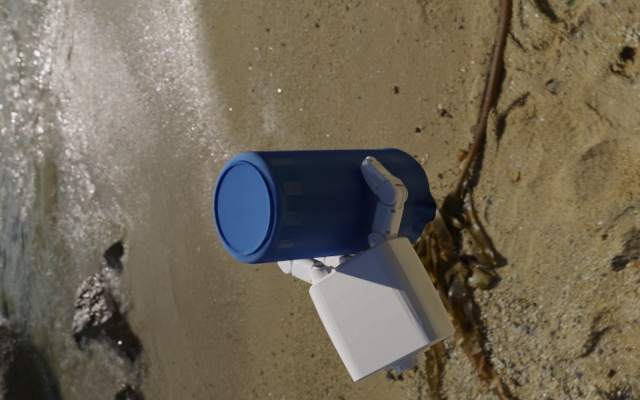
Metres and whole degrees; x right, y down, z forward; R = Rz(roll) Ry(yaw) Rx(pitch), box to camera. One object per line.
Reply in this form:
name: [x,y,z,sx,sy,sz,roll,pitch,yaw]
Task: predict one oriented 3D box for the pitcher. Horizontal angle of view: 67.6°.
pitcher: [0.000,0.002,0.542,0.243,0.145,0.149,-3,-32,-46]
